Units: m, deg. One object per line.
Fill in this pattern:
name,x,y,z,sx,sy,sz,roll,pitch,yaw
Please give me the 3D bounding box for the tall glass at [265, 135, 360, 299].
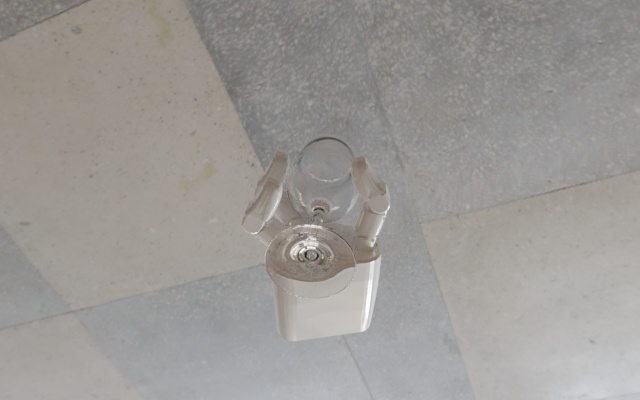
tall glass,0.000,0.002,0.468,0.079,0.079,0.201,0,30,6
